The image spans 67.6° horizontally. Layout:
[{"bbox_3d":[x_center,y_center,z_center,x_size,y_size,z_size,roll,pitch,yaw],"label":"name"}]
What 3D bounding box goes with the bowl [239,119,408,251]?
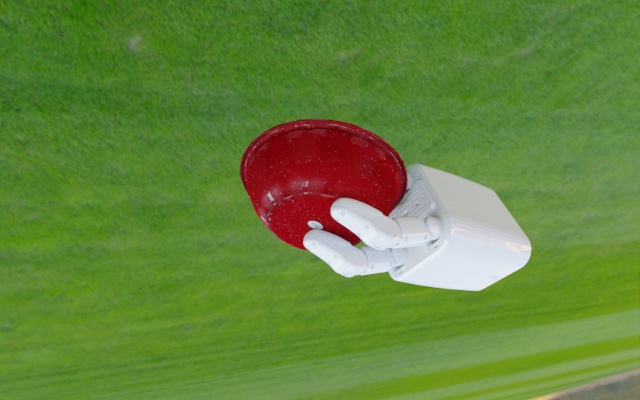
[{"bbox_3d":[-0.001,0.002,0.446,0.162,0.055,0.162,4,-38,3],"label":"bowl"}]
